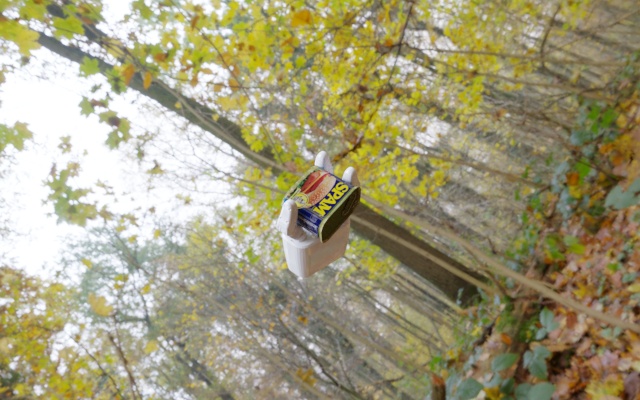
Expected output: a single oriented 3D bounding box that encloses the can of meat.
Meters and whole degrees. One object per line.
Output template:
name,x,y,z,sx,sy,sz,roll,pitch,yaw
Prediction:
can of meat,0.000,0.002,0.747,0.084,0.102,0.057,31,-29,23
